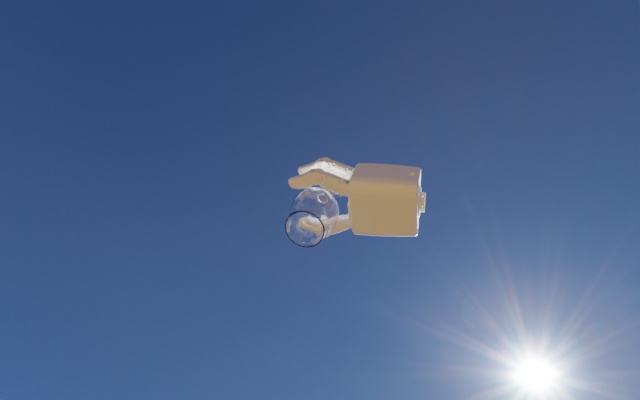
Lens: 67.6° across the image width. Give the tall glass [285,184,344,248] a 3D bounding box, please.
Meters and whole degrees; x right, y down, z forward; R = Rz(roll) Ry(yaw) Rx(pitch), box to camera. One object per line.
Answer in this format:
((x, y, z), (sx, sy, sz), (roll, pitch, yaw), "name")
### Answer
((0.000, 0.002, 0.798), (0.079, 0.079, 0.201), (0, 24, 16), "tall glass")
